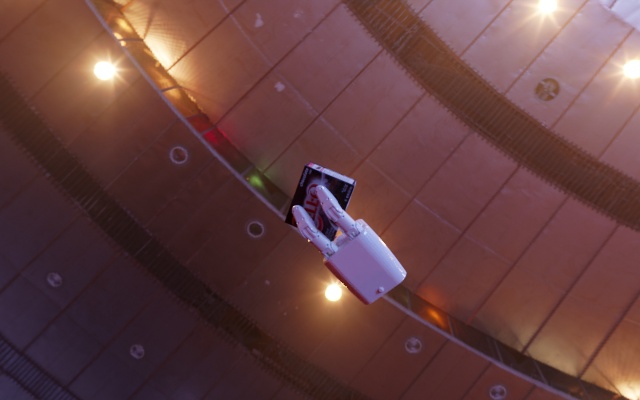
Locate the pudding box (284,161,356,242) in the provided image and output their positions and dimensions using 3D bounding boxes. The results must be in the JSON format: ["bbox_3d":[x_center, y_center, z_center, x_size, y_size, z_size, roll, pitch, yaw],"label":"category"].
[{"bbox_3d":[0.000,0.003,0.805,0.090,0.113,0.039,22,18,5],"label":"pudding box"}]
